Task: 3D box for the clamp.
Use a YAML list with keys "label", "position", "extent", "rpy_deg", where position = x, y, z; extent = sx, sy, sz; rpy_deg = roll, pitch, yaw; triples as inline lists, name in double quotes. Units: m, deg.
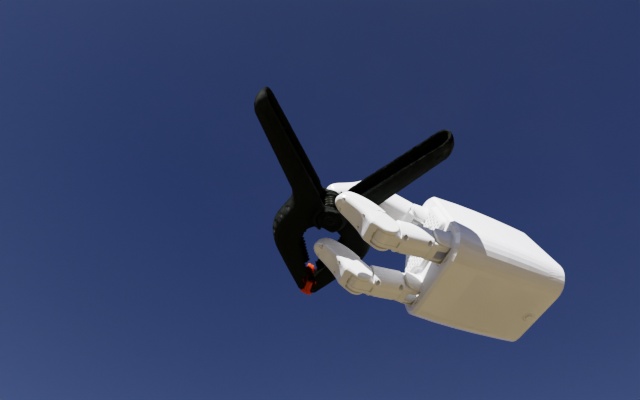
- label: "clamp"
  position: [0.000, 0.001, 0.434]
  extent: [0.164, 0.210, 0.036]
  rpy_deg: [19, 35, -8]
